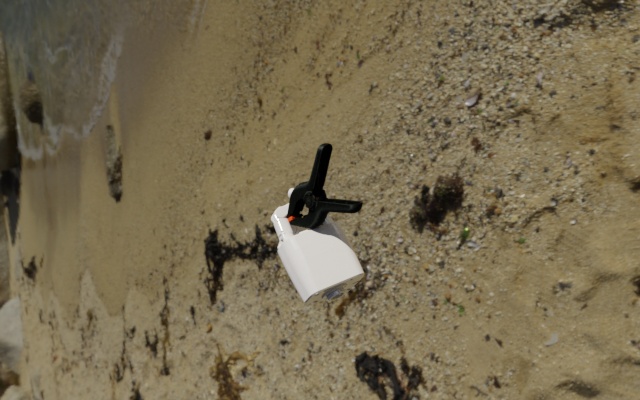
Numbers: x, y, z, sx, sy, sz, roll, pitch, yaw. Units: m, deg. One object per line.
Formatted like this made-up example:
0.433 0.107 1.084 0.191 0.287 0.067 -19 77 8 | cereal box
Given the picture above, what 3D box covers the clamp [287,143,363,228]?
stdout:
0.000 0.003 0.782 0.039 0.120 0.171 -10 -30 -36 | clamp
